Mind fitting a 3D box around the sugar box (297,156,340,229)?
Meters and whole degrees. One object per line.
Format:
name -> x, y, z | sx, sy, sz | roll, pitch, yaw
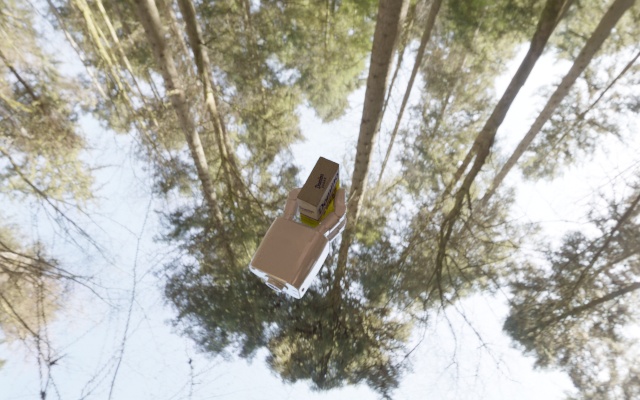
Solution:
sugar box -> 0.001, 0.003, 0.884 | 0.048, 0.093, 0.176 | 24, -21, 10
